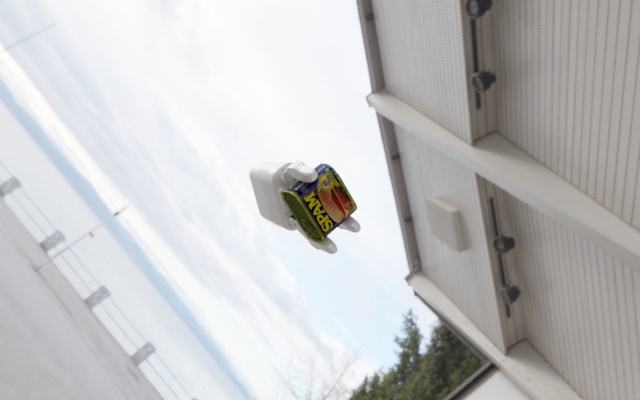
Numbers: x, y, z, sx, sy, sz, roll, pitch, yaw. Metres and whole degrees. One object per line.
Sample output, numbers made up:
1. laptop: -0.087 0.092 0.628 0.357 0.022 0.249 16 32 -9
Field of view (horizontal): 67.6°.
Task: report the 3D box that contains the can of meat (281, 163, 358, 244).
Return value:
1. can of meat: 0.000 0.002 0.764 0.084 0.102 0.057 -40 23 -21
